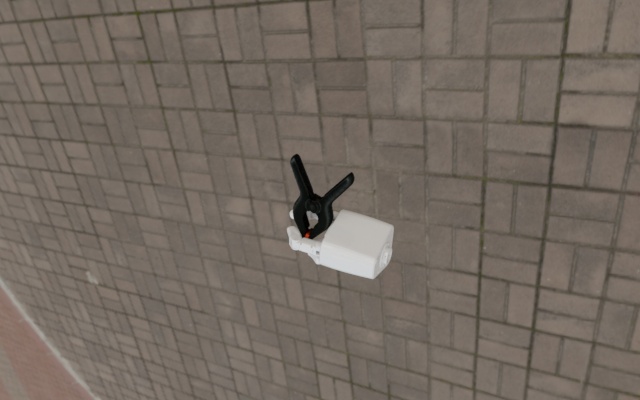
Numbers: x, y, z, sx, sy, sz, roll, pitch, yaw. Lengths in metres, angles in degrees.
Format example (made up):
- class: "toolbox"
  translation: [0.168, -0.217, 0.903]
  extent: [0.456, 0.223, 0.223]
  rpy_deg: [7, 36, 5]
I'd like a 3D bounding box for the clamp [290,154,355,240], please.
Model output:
- class: "clamp"
  translation: [0.000, 0.003, 0.879]
  extent: [0.120, 0.172, 0.039]
  rpy_deg: [15, 33, 22]
